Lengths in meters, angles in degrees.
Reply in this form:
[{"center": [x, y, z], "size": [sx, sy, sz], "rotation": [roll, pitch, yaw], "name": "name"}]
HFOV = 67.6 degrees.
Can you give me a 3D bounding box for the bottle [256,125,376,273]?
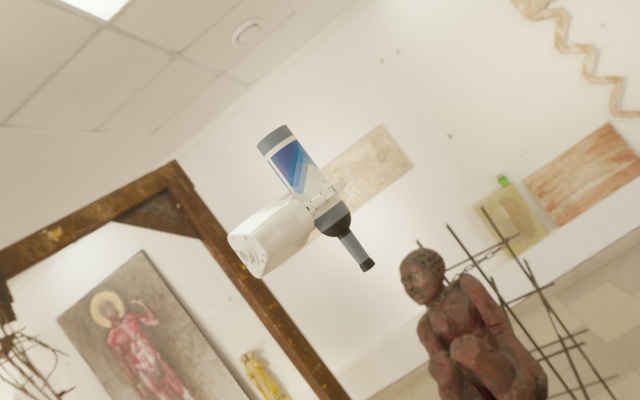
[{"center": [0.000, 0.003, 0.851], "size": [0.069, 0.296, 0.069], "rotation": [-37, 1, 0], "name": "bottle"}]
